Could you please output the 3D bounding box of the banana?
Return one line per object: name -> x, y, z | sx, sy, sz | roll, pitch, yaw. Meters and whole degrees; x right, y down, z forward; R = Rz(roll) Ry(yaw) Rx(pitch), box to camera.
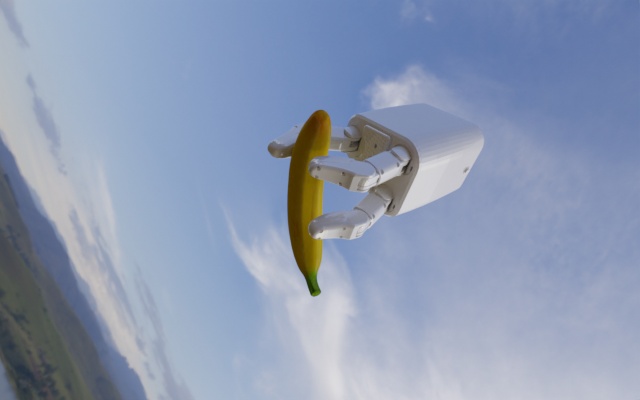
banana -> -0.009, -0.002, 0.496 | 0.037, 0.198, 0.069 | -13, 27, -28
